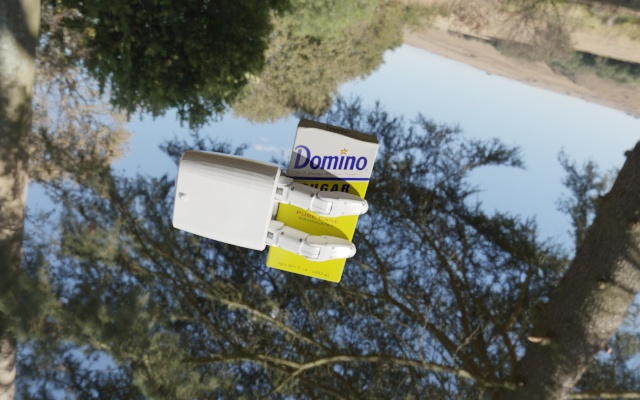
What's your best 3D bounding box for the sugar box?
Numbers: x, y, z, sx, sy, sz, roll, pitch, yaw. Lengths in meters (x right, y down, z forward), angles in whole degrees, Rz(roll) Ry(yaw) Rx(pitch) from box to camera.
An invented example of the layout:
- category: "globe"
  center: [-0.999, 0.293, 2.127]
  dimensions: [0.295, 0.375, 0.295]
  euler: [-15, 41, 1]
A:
- category: "sugar box"
  center: [0.000, 0.002, 0.555]
  dimensions: [0.093, 0.176, 0.048]
  euler: [13, 22, -3]
